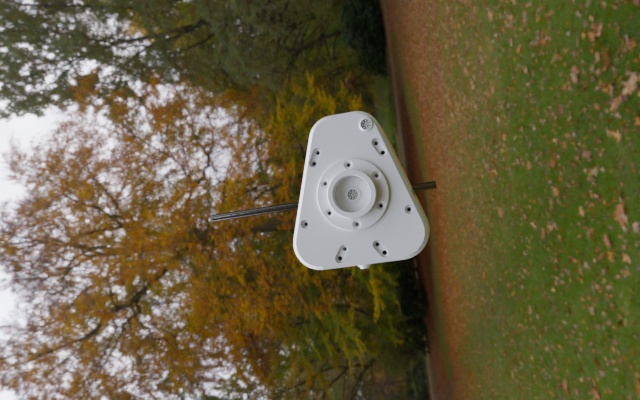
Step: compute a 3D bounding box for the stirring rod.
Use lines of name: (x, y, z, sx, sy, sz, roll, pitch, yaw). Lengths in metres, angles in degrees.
stirring rod: (0.000, 0.002, 0.505, 0.239, 0.011, 0.011, -9, -1, 9)
